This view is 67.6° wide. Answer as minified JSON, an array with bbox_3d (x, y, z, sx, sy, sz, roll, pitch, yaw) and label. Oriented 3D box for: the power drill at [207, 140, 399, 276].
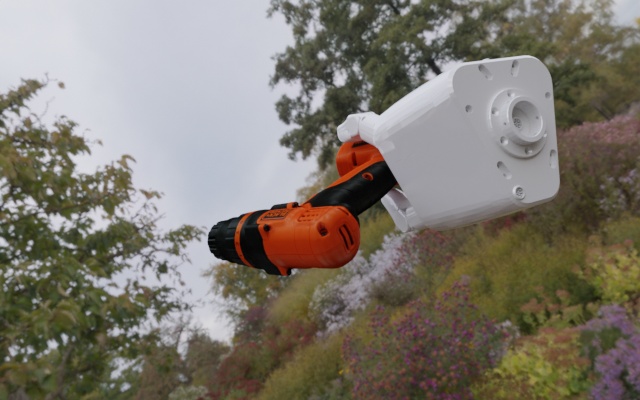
[{"bbox_3d":[0.001,0.001,0.453,0.184,0.057,0.187,-4,28,47],"label":"power drill"}]
